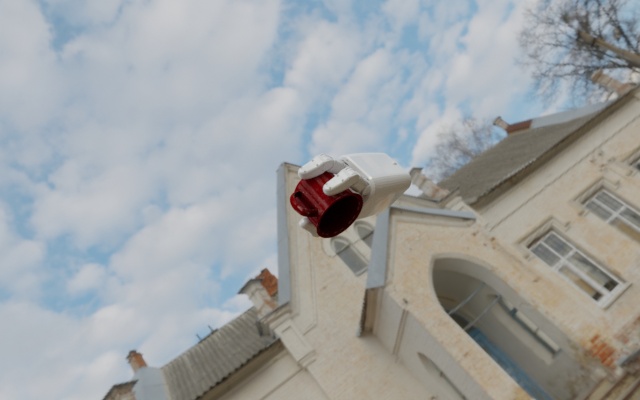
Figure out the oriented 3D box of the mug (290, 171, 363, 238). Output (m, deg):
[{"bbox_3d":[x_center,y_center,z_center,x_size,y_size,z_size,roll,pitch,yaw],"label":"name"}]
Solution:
[{"bbox_3d":[-0.001,0.003,0.776,0.117,0.093,0.081,-9,44,-41],"label":"mug"}]
